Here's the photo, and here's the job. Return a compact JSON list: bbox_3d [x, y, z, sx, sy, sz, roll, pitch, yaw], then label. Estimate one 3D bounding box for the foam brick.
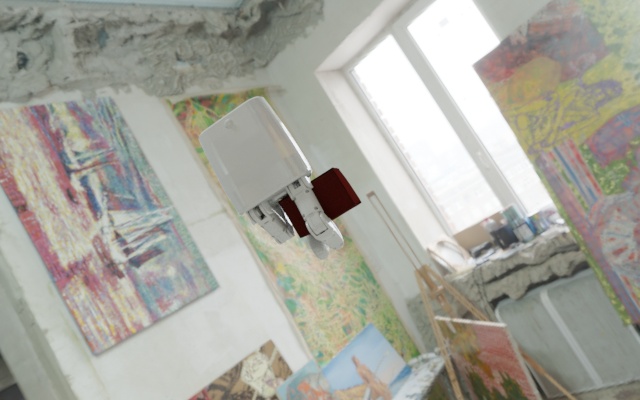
[{"bbox_3d":[0.000,0.002,0.565,0.078,0.051,0.053,-32,-5,11],"label":"foam brick"}]
